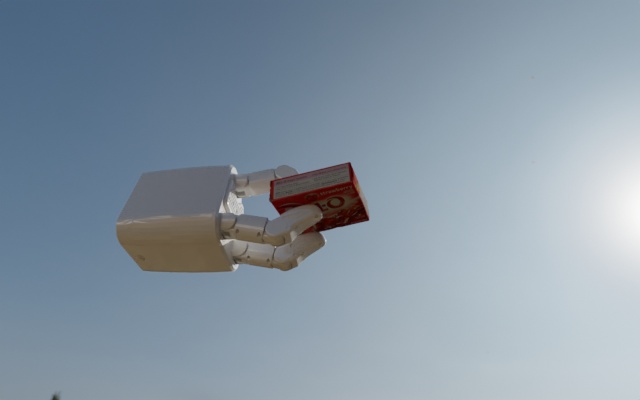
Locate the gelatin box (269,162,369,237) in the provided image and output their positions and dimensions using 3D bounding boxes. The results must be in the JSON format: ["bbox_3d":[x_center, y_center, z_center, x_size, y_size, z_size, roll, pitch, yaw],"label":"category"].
[{"bbox_3d":[0.000,0.001,0.502,0.089,0.030,0.073,-13,-38,12],"label":"gelatin box"}]
